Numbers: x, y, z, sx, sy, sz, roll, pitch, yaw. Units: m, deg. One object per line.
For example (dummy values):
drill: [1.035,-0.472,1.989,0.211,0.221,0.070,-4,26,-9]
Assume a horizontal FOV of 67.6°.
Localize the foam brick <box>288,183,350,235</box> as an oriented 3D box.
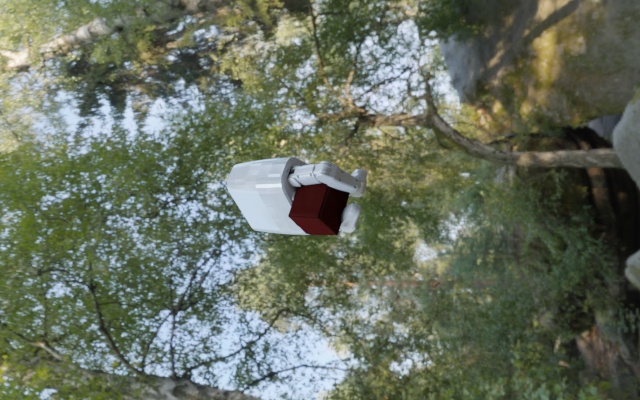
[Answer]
foam brick: [0.000,0.002,0.642,0.051,0.078,0.053,-1,-32,33]
